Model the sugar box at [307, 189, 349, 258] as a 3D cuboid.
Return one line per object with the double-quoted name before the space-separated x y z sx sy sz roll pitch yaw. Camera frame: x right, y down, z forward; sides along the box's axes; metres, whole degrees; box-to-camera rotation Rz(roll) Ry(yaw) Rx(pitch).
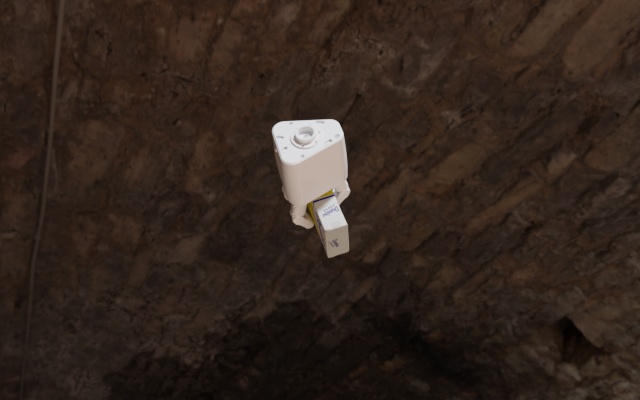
"sugar box" 0.000 0.003 0.841 0.048 0.176 0.093 -16 -34 -6
